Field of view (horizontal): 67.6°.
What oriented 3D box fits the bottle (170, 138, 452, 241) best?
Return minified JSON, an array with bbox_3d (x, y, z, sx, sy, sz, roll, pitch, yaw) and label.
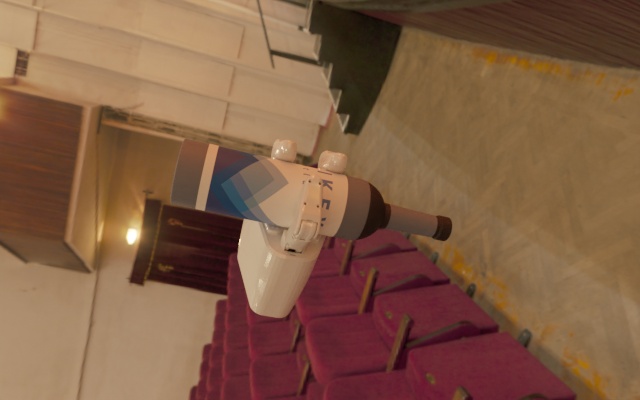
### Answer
[{"bbox_3d":[0.000,0.002,0.502,0.296,0.069,0.069,12,-3,-12],"label":"bottle"}]
